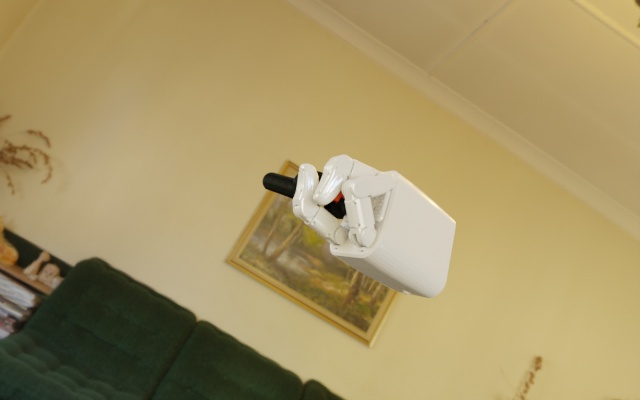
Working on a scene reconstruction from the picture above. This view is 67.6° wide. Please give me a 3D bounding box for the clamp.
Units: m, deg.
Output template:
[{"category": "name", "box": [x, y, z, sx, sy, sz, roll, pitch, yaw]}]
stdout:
[{"category": "clamp", "box": [0.000, 0.001, 0.606, 0.120, 0.039, 0.171, 33, -12, -23]}]
